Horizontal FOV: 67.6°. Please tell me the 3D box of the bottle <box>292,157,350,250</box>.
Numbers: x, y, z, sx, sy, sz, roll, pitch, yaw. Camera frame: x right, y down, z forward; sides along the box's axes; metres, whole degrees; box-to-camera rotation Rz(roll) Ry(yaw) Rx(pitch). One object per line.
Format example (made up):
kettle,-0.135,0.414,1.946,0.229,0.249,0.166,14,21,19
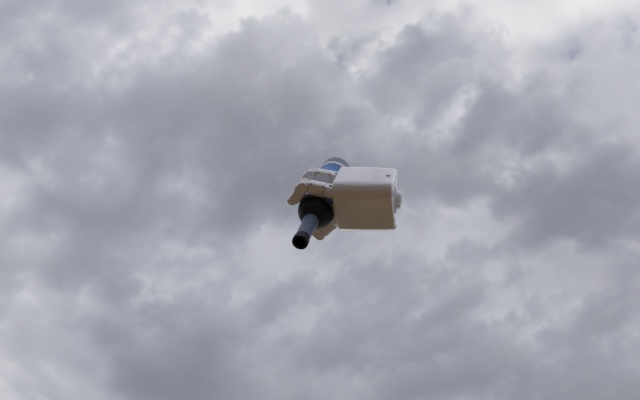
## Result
bottle,0.000,0.003,0.899,0.069,0.069,0.295,0,26,15
